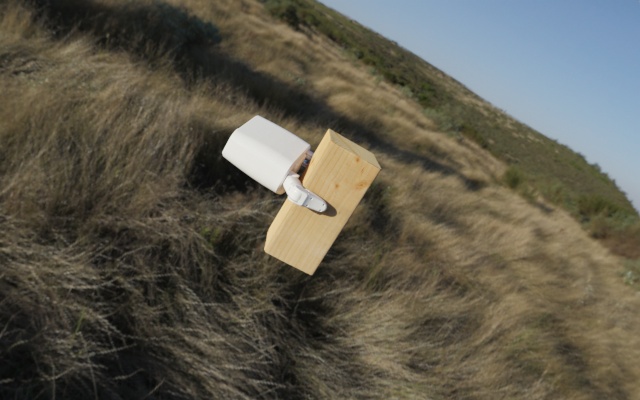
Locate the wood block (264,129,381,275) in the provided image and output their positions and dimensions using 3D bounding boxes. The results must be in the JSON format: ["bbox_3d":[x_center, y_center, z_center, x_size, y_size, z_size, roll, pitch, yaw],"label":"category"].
[{"bbox_3d":[0.000,0.002,0.768,0.090,0.206,0.090,28,17,-11],"label":"wood block"}]
